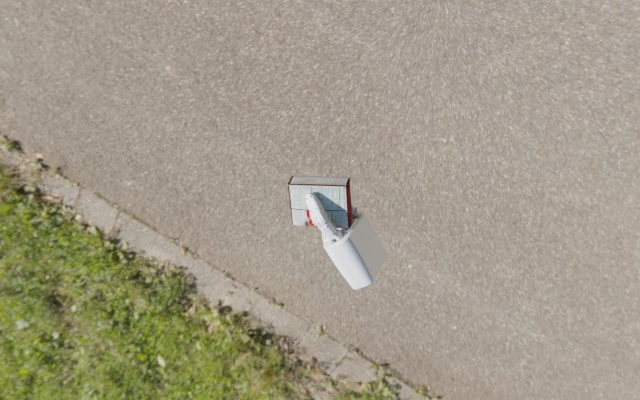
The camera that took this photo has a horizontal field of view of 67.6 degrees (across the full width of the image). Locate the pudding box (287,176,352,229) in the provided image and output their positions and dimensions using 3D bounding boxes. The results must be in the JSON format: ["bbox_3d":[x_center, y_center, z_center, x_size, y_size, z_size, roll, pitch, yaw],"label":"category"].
[{"bbox_3d":[0.000,0.003,0.876,0.113,0.090,0.039,2,27,11],"label":"pudding box"}]
